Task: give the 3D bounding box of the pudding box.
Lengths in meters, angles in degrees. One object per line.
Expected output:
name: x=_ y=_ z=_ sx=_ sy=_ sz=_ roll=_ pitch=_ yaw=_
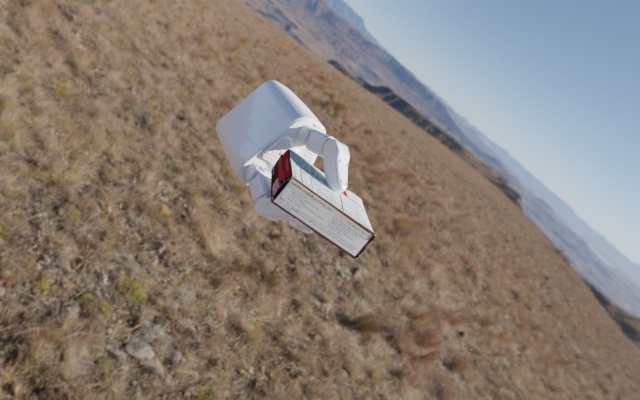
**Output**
pudding box: x=0.000 y=0.002 z=0.508 sx=0.113 sy=0.039 sz=0.090 roll=33 pitch=17 yaw=-17
